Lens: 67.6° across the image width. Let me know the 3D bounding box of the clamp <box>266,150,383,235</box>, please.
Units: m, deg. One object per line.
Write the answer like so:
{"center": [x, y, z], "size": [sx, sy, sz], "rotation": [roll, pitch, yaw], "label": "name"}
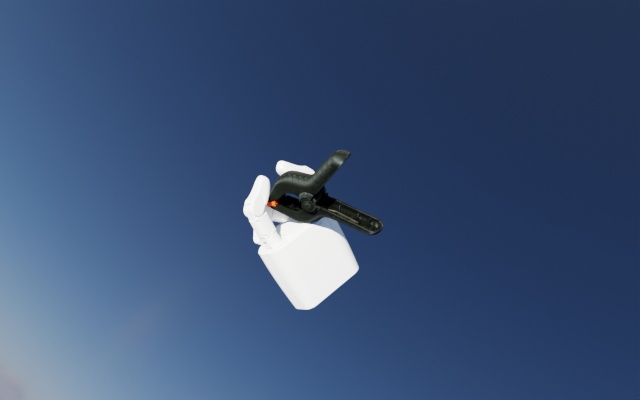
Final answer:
{"center": [0.000, 0.002, 0.623], "size": [0.171, 0.120, 0.039], "rotation": [-11, 24, 48], "label": "clamp"}
